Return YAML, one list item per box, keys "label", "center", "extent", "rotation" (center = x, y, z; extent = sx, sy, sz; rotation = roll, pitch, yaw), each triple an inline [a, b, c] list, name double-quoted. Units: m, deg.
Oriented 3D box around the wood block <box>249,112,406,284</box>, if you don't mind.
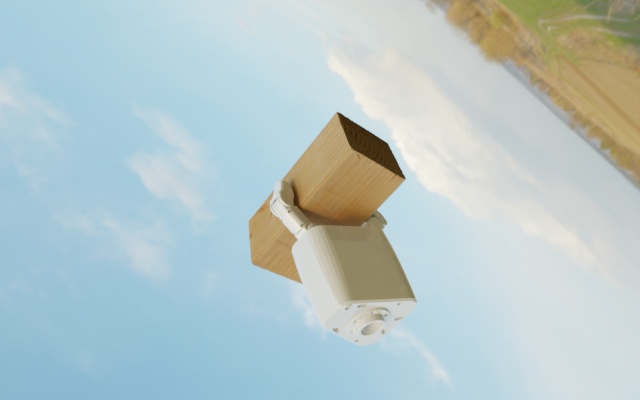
- label: "wood block"
  center: [0.000, 0.002, 0.621]
  extent: [0.091, 0.206, 0.090]
  rotation: [27, 29, -28]
